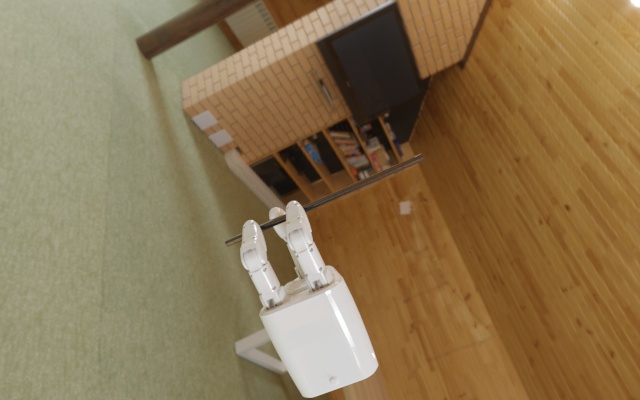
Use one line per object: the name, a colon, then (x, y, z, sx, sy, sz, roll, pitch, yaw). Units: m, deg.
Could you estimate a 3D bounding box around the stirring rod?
stirring rod: (0.000, 0.002, 0.526, 0.239, 0.011, 0.011, -24, -5, 11)
